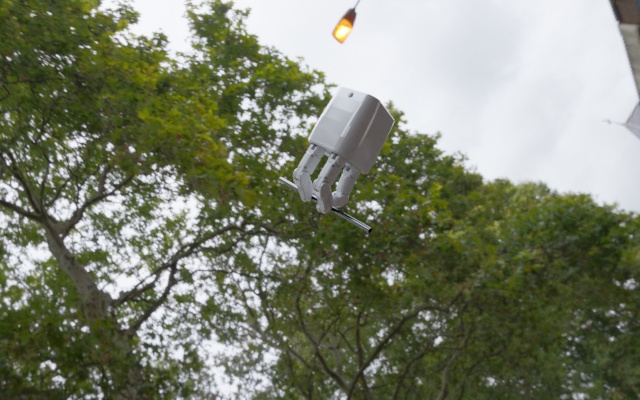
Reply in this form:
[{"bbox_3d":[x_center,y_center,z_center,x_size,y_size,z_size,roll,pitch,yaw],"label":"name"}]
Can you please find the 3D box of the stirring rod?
[{"bbox_3d":[0.000,0.003,0.796,0.011,0.011,0.239,0,21,-41],"label":"stirring rod"}]
